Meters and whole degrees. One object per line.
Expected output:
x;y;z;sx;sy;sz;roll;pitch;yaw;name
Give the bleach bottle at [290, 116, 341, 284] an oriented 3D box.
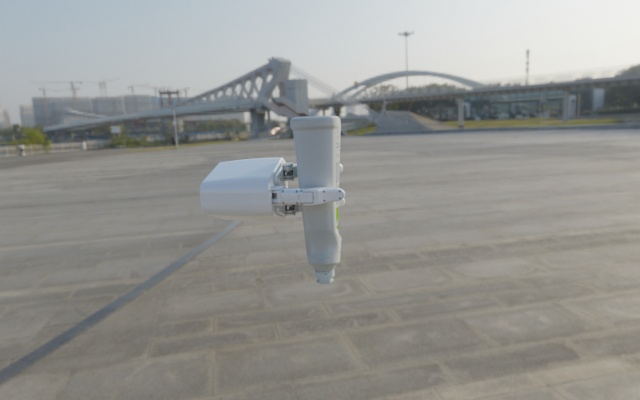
0.000;0.002;0.713;0.068;0.251;0.102;-1;9;10;bleach bottle
